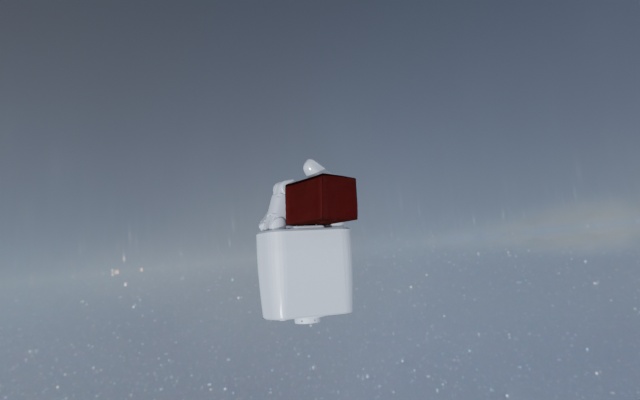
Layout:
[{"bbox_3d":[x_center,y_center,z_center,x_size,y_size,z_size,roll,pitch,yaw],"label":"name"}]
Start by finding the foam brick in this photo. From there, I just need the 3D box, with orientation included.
[{"bbox_3d":[0.000,0.002,0.568,0.053,0.051,0.078,5,-11,-36],"label":"foam brick"}]
